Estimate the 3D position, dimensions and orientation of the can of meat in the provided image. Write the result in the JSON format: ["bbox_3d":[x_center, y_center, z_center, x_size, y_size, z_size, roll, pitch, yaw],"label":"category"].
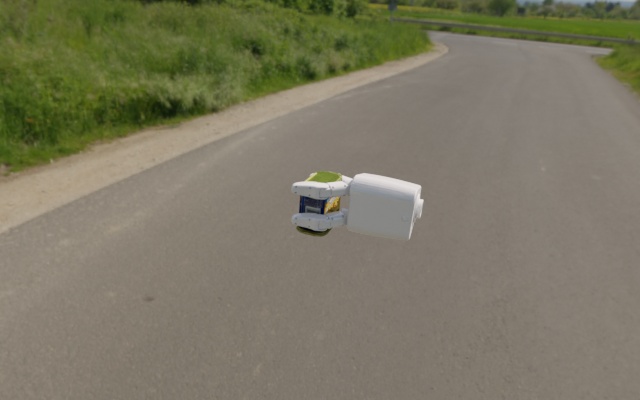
[{"bbox_3d":[0.000,0.002,0.837,0.057,0.084,0.102,13,26,18],"label":"can of meat"}]
